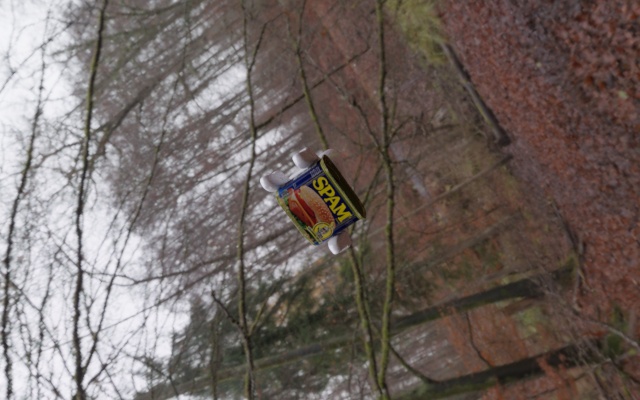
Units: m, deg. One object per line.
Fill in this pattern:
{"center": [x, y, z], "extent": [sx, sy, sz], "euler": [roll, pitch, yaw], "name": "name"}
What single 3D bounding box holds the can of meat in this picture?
{"center": [0.000, 0.002, 0.661], "extent": [0.084, 0.102, 0.057], "euler": [-33, 13, 15], "name": "can of meat"}
